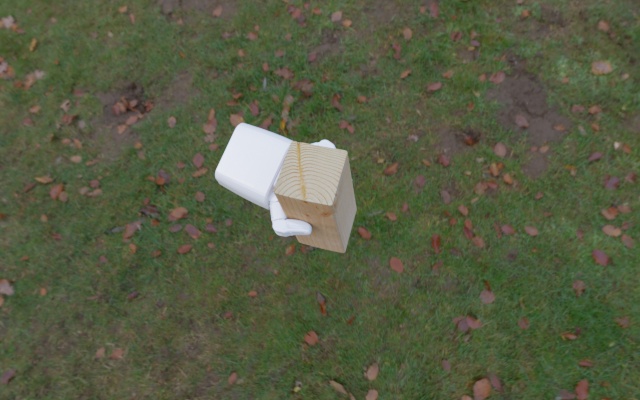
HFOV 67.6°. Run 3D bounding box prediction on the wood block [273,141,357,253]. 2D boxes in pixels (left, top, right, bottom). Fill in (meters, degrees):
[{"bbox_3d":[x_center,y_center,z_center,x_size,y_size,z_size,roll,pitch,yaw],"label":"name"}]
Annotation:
[{"bbox_3d":[0.000,0.003,0.771,0.090,0.090,0.206,12,-22,14],"label":"wood block"}]
